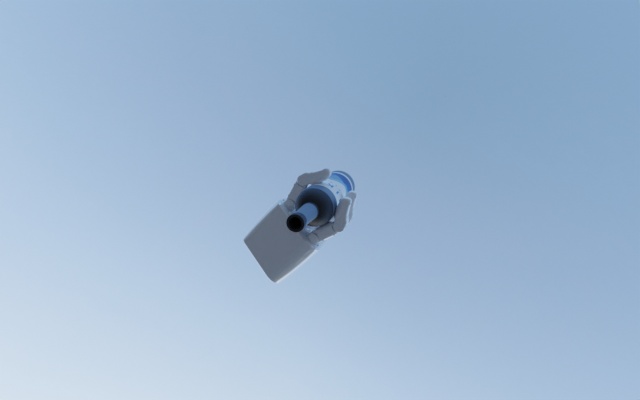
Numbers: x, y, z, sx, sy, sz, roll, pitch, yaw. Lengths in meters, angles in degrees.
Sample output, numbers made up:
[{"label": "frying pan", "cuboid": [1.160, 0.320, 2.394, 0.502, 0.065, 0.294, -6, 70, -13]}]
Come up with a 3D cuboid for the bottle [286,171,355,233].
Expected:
[{"label": "bottle", "cuboid": [0.000, 0.003, 0.821, 0.069, 0.069, 0.295, 0, 12, 15]}]
